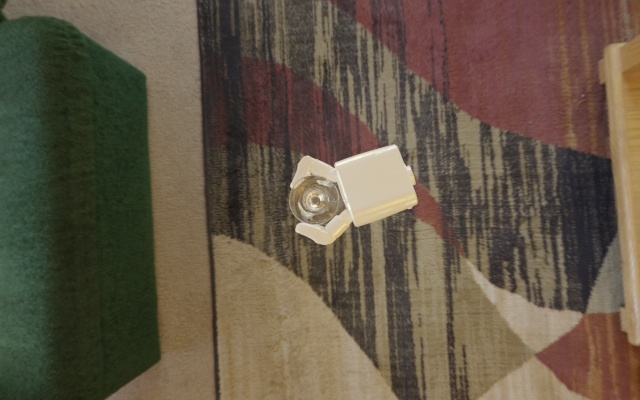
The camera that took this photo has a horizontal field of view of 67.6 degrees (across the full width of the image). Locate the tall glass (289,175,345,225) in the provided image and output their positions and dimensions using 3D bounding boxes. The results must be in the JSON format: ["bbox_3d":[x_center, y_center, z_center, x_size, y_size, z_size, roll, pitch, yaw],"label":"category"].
[{"bbox_3d":[0.000,0.003,0.801,0.079,0.079,0.201,0,-2,5],"label":"tall glass"}]
